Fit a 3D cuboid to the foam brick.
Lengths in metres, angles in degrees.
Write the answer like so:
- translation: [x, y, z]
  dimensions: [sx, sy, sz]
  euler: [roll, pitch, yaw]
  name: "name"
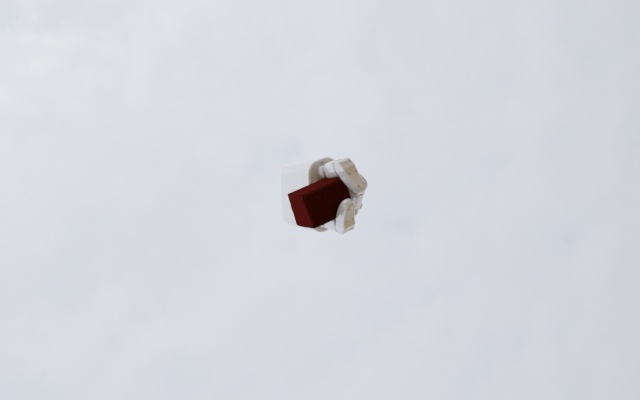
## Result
- translation: [0.000, 0.002, 0.706]
  dimensions: [0.078, 0.053, 0.051]
  euler: [-24, 15, -29]
  name: "foam brick"
